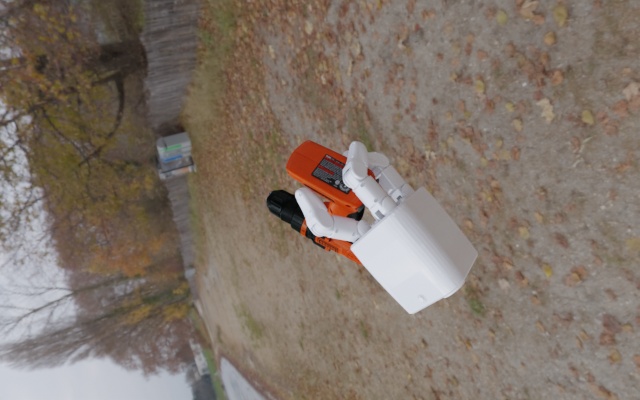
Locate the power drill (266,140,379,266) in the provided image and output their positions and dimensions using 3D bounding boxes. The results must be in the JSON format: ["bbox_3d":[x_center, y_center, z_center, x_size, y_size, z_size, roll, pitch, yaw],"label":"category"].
[{"bbox_3d":[0.000,0.002,0.636,0.184,0.057,0.188,26,-24,14],"label":"power drill"}]
